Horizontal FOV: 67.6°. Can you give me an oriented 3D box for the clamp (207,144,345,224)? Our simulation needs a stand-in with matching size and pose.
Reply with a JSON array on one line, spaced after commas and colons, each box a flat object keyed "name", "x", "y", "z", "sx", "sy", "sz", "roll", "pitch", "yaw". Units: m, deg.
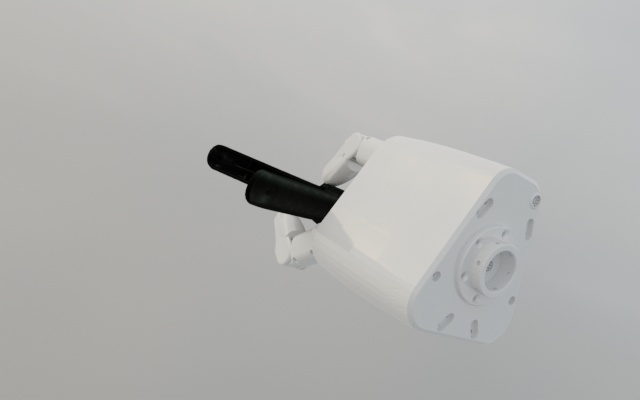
[{"name": "clamp", "x": 0.001, "y": 0.001, "z": 0.430, "sx": 0.210, "sy": 0.036, "sz": 0.164, "roll": 21, "pitch": 5, "yaw": -33}]
